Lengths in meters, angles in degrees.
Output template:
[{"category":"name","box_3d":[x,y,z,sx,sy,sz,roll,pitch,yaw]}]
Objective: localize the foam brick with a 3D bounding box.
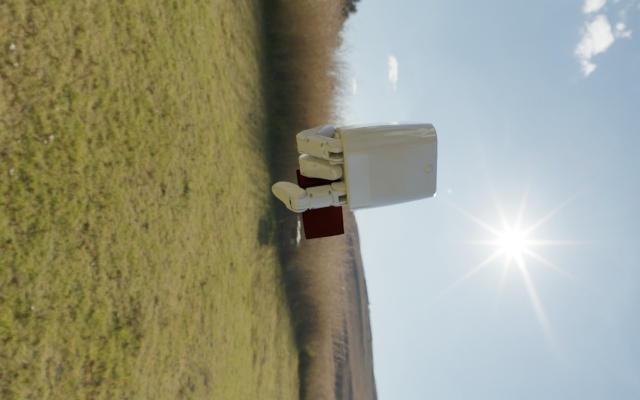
[{"category":"foam brick","box_3d":[0.000,0.002,0.605,0.051,0.078,0.053,-8,29,-3]}]
